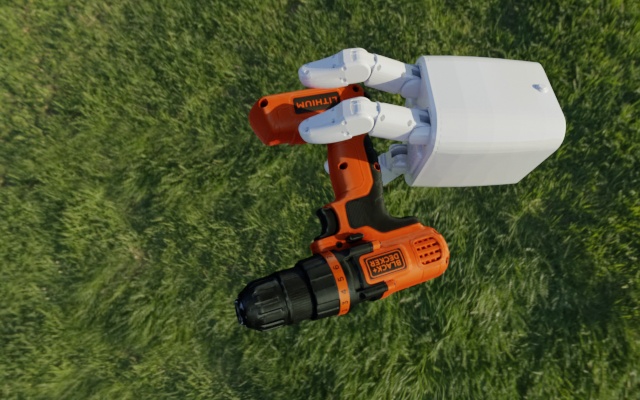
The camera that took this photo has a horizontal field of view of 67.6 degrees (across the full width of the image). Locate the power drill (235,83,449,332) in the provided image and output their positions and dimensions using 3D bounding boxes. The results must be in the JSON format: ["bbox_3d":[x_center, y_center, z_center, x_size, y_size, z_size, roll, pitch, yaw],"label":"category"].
[{"bbox_3d":[0.000,0.001,0.404,0.184,0.187,0.057,-14,-12,-21],"label":"power drill"}]
